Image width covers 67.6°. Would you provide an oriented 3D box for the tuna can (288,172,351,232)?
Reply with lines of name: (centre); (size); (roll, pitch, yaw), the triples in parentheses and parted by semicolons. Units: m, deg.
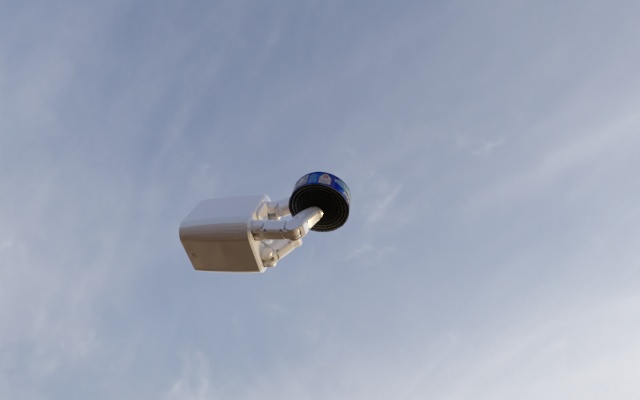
tuna can: (0.000, 0.002, 0.674); (0.086, 0.086, 0.033); (0, 38, 12)
